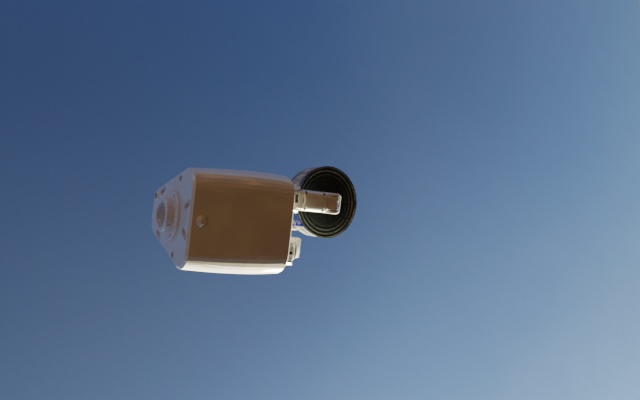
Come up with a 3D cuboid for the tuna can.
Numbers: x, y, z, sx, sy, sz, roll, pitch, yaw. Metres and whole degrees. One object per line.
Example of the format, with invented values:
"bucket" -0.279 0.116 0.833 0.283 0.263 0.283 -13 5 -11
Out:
"tuna can" 0.000 0.002 0.578 0.086 0.086 0.034 0 1 -34
